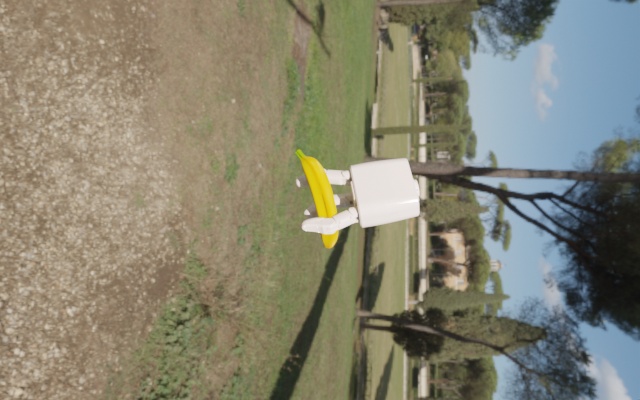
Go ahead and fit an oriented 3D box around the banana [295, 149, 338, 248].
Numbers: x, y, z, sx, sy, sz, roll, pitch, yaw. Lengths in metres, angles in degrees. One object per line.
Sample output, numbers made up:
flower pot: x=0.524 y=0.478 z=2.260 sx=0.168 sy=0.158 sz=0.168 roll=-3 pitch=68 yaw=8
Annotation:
banana: x=0.004 y=0.004 z=0.851 sx=0.037 sy=0.198 sz=0.069 roll=-19 pitch=18 yaw=-10
